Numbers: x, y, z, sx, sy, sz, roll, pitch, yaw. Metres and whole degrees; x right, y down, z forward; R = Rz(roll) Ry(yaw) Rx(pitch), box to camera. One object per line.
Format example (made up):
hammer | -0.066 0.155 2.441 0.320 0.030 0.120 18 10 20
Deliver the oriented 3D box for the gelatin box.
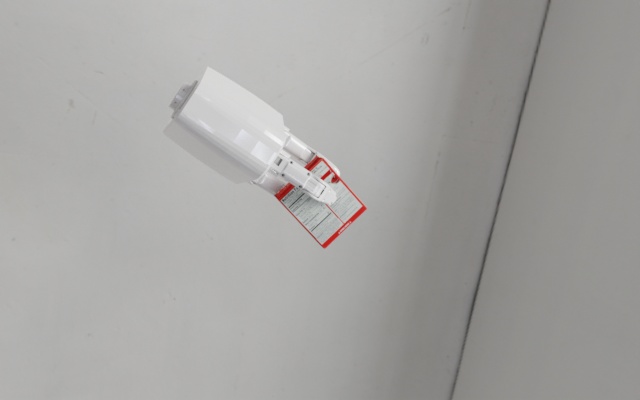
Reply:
gelatin box | 0.000 0.002 0.577 0.073 0.089 0.030 -44 17 -4
